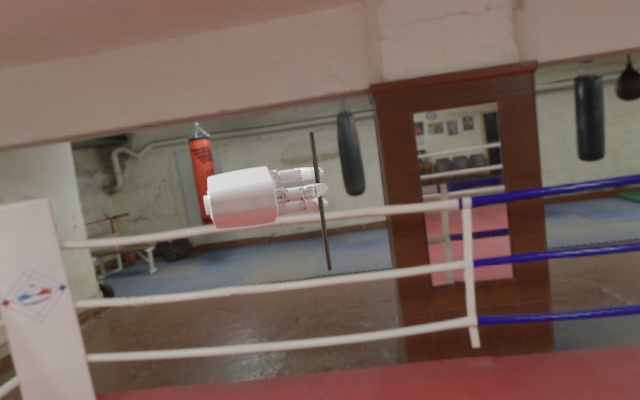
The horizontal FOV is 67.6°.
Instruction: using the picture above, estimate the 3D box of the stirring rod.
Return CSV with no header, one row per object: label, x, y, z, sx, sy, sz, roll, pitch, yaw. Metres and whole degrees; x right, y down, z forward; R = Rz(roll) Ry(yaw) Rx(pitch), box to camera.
stirring rod,0.000,0.003,0.818,0.011,0.239,0.011,-8,7,1
